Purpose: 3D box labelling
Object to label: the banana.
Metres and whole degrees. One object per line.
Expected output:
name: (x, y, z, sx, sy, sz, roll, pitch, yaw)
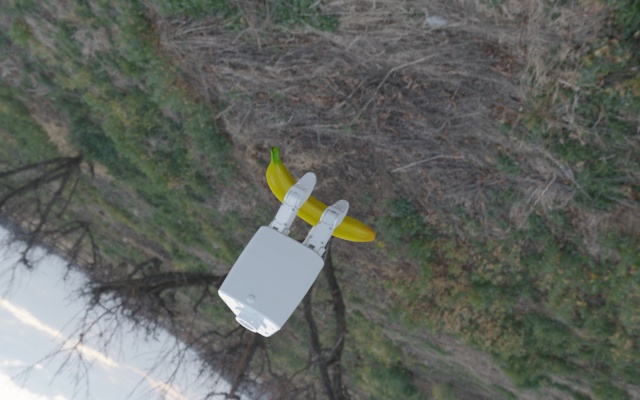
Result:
banana: (-0.010, 0.007, 0.704, 0.198, 0.037, 0.070, 39, -32, -7)
